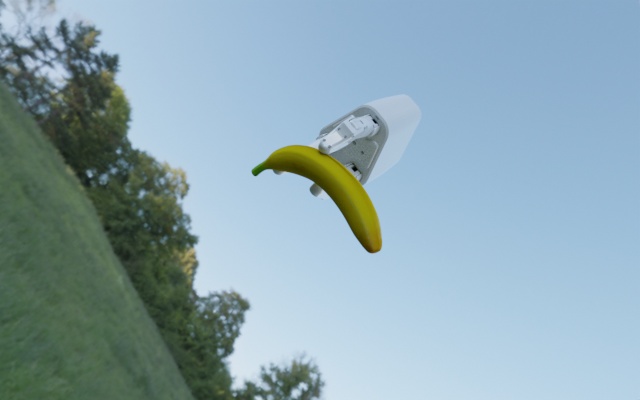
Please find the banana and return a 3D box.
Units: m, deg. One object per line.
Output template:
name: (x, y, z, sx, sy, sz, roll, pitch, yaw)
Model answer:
banana: (0.005, -0.016, 0.559, 0.197, 0.070, 0.037, 33, 16, 29)
